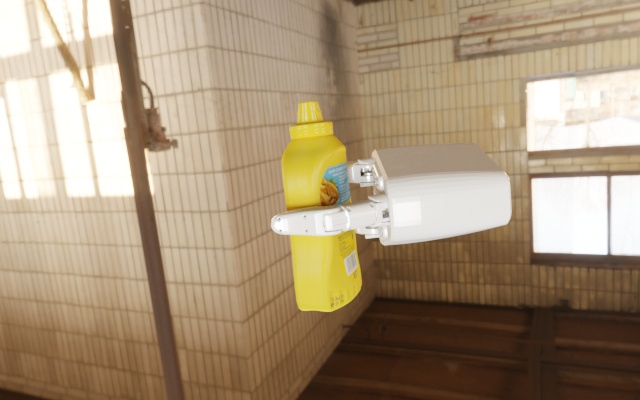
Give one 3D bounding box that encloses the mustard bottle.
[{"bbox_3d":[0.000,0.002,0.461,0.058,0.191,0.096,-2,10,24],"label":"mustard bottle"}]
